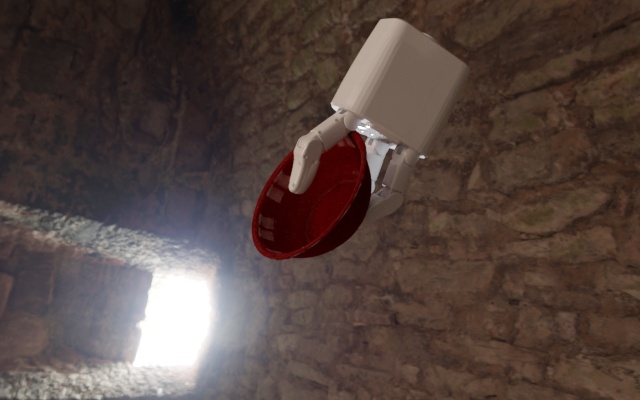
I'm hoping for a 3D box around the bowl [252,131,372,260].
[{"bbox_3d":[-0.001,0.003,0.513,0.055,0.162,0.162,38,-24,-34],"label":"bowl"}]
